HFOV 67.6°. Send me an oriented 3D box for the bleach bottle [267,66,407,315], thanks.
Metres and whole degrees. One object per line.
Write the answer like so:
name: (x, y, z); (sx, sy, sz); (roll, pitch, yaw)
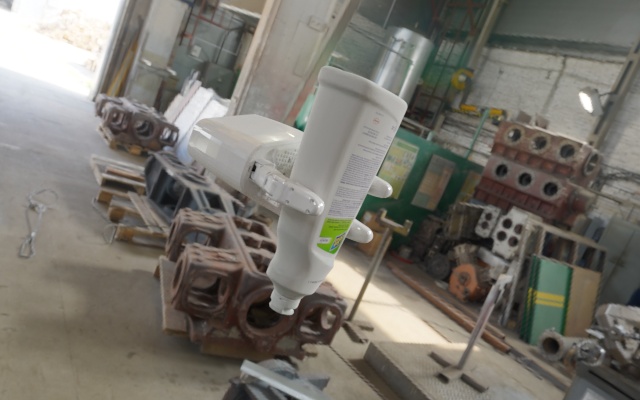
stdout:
bleach bottle: (0.000, 0.002, 0.486); (0.068, 0.251, 0.102); (29, 12, 34)
